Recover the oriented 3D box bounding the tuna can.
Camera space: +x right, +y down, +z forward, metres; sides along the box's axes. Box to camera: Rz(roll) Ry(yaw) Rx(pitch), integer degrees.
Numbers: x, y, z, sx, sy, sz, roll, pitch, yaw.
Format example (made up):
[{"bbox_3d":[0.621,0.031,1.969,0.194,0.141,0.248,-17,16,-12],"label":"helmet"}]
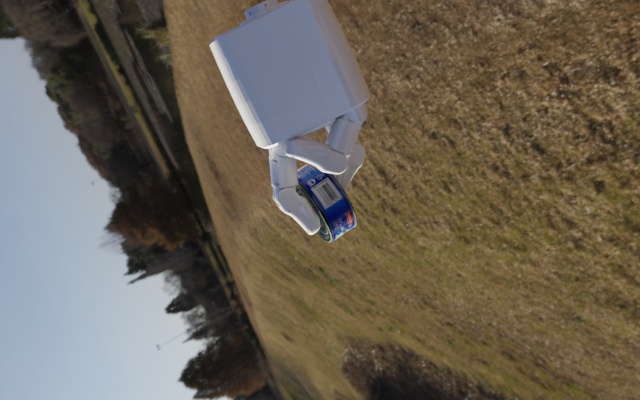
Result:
[{"bbox_3d":[0.000,0.002,0.510,0.033,0.086,0.086,-34,9,-14],"label":"tuna can"}]
